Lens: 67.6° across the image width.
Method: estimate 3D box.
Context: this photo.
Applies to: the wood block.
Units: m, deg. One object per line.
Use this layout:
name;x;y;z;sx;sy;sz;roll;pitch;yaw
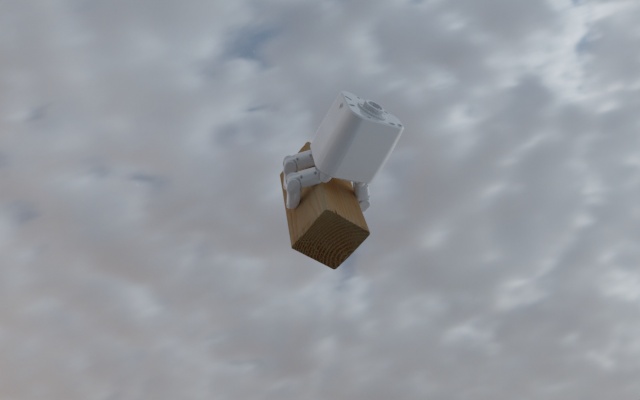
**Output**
wood block;0.001;0.002;0.797;0.091;0.090;0.206;30;25;-27
